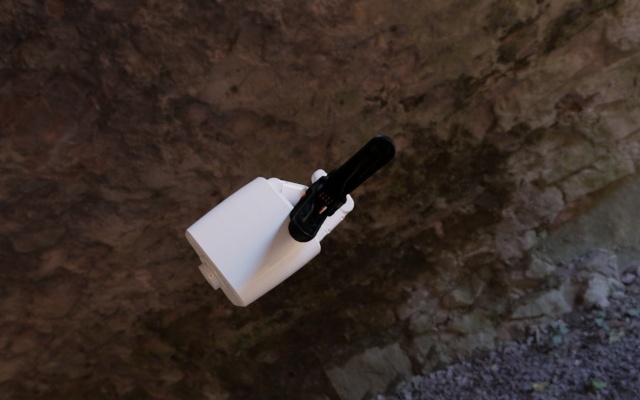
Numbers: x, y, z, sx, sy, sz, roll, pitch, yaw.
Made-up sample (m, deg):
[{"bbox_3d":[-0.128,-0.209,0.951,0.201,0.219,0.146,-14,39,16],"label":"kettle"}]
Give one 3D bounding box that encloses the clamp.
[{"bbox_3d":[0.000,0.001,0.466,0.120,0.039,0.171,-39,0,-21],"label":"clamp"}]
